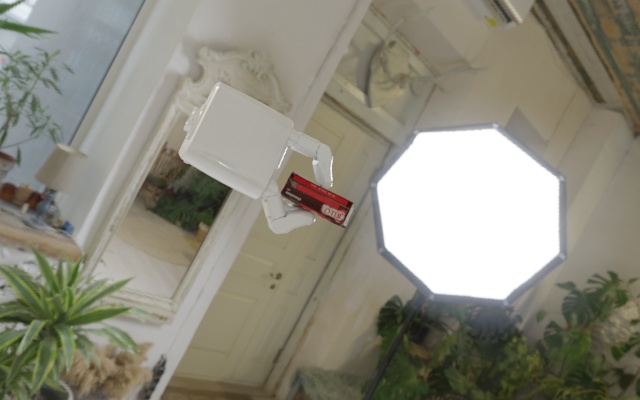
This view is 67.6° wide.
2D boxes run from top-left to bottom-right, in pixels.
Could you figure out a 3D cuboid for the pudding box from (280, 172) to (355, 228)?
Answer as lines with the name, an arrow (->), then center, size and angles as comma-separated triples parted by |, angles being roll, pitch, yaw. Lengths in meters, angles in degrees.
pudding box -> 0.000, 0.002, 0.649 | 0.090, 0.039, 0.113 | 28, 1, 7
